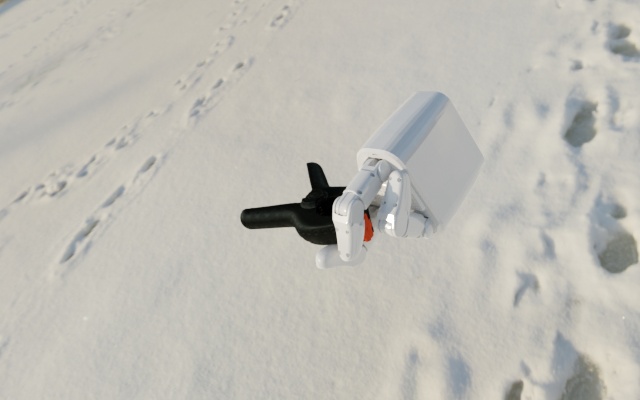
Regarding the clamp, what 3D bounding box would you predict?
[{"bbox_3d":[0.000,0.001,0.524,0.171,0.039,0.120,13,52,43],"label":"clamp"}]
